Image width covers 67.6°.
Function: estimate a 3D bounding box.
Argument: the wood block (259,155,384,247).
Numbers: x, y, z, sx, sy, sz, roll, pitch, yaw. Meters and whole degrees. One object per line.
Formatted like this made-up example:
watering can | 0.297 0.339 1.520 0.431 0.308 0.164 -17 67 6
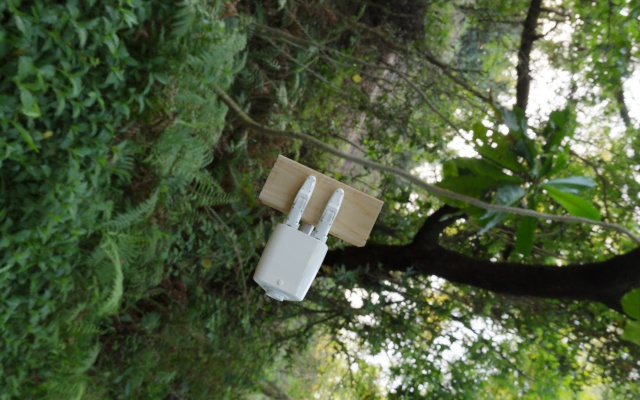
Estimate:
wood block | 0.000 0.003 0.891 0.206 0.090 0.091 25 -6 1
